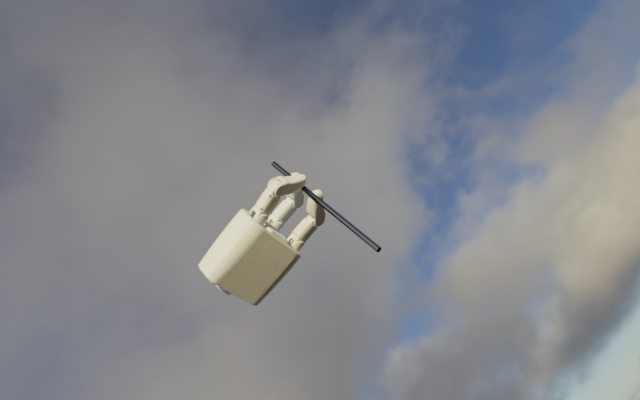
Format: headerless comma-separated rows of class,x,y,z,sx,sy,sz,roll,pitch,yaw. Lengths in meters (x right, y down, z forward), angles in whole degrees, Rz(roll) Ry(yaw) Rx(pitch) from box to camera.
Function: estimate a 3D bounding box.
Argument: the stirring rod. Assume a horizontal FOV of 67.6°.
stirring rod,0.000,0.002,0.676,0.011,0.011,0.239,0,30,-45
